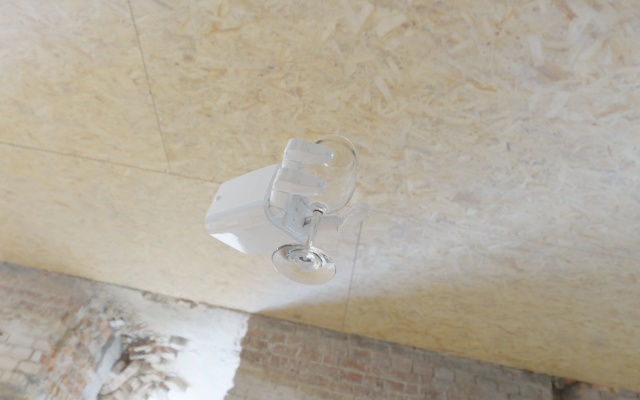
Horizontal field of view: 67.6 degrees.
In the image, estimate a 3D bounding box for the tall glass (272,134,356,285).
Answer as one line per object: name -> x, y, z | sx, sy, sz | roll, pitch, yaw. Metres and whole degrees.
tall glass -> 0.000, 0.002, 0.601 | 0.079, 0.201, 0.079 | 9, -42, 8
